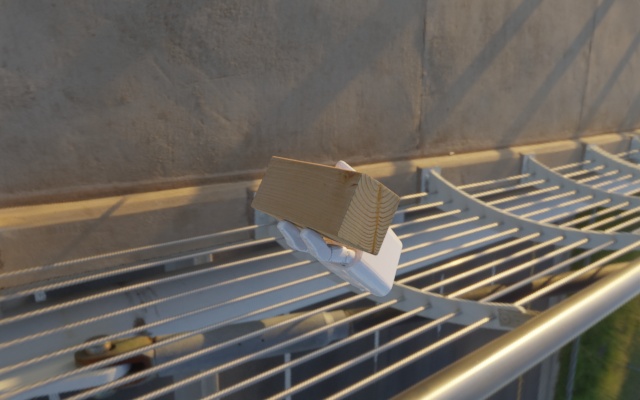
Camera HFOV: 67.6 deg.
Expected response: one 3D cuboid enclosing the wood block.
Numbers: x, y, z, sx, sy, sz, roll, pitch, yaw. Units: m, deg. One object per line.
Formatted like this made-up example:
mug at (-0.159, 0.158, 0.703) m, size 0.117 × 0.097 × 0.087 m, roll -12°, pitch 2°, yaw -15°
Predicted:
wood block at (0.001, 0.002, 0.704) m, size 0.090 × 0.091 × 0.206 m, roll 29°, pitch -10°, yaw -40°
